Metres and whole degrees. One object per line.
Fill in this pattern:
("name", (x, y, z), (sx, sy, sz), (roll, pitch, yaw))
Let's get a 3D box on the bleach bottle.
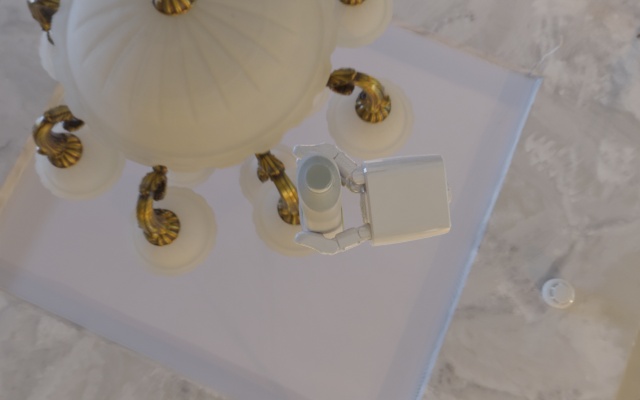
("bleach bottle", (0.000, 0.002, 0.638), (0.068, 0.102, 0.251), (-8, -9, -1))
